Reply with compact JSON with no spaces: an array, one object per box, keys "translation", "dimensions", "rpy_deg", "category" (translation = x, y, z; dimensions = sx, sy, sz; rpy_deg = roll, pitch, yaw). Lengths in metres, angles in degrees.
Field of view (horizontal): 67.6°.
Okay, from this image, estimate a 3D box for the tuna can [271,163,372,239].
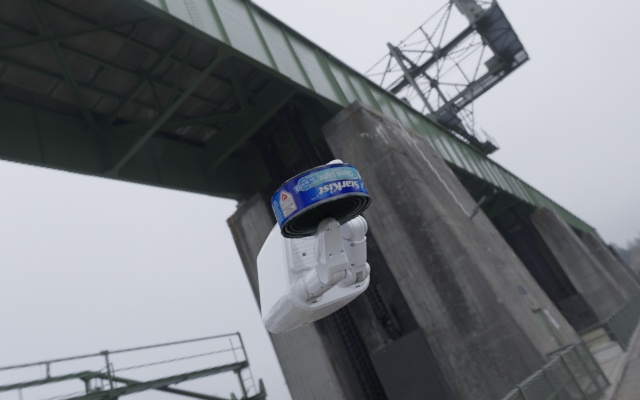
[{"translation":[0.000,0.001,0.429],"dimensions":[0.086,0.033,0.086],"rpy_deg":[-19,-19,-7],"category":"tuna can"}]
